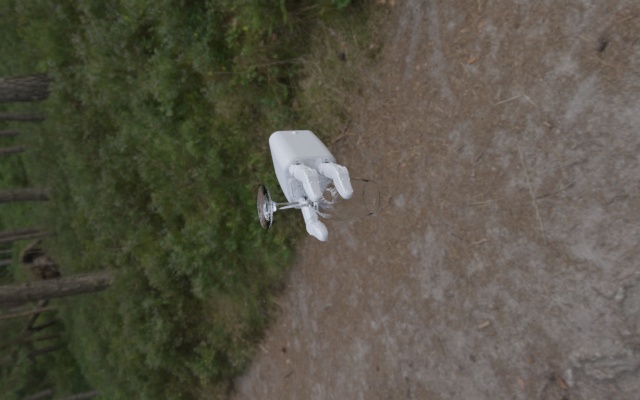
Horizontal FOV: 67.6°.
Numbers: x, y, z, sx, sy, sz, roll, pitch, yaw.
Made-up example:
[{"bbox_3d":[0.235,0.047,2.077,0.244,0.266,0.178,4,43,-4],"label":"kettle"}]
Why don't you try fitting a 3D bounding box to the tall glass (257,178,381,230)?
[{"bbox_3d":[0.000,0.003,0.807,0.201,0.079,0.079,-5,2,-23],"label":"tall glass"}]
